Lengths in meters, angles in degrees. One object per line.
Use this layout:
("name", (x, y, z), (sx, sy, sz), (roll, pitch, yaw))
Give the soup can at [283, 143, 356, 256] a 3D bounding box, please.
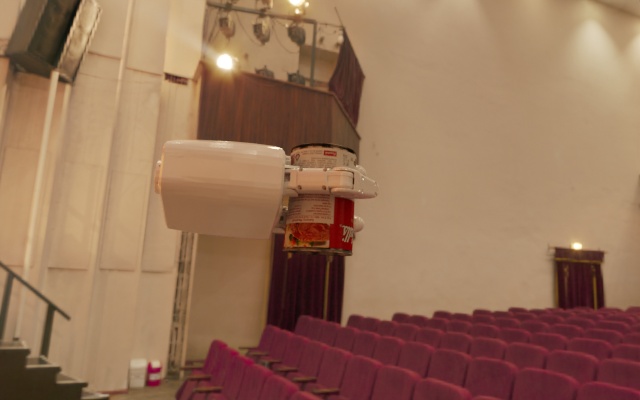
("soup can", (0.001, 0.001, 0.470), (0.068, 0.102, 0.068), (3, -10, 1))
